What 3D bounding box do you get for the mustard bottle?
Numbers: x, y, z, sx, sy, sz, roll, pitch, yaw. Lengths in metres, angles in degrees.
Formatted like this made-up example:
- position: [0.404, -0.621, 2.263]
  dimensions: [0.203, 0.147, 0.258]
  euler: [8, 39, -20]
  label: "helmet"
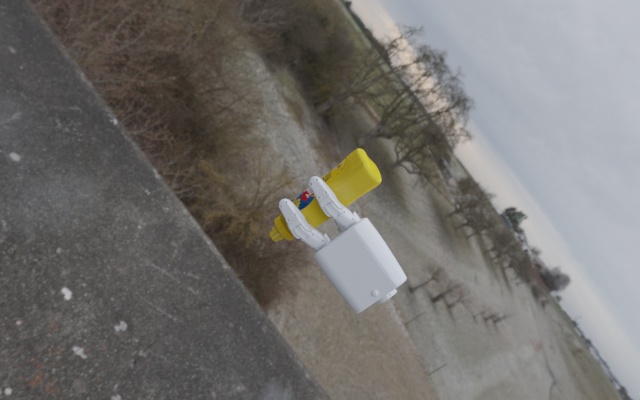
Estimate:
- position: [0.000, 0.002, 0.720]
  dimensions: [0.191, 0.058, 0.096]
  euler: [-37, 16, 14]
  label: "mustard bottle"
